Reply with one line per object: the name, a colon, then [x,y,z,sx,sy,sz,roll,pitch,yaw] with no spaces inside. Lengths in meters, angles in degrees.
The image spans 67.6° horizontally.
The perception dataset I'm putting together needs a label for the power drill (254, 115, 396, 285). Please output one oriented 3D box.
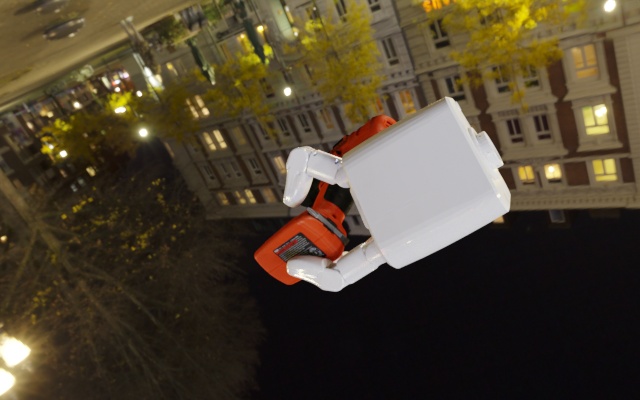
power drill: [0.000,0.002,0.534,0.057,0.187,0.184,39,-43,-11]
